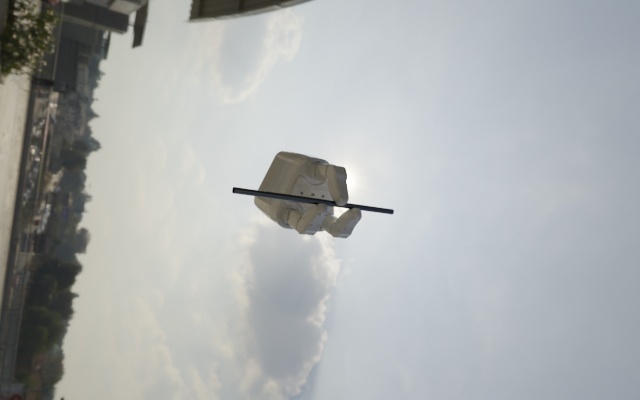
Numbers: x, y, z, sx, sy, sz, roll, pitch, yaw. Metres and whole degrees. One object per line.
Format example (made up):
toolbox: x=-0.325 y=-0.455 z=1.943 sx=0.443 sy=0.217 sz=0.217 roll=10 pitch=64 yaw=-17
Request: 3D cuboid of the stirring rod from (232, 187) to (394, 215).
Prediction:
stirring rod: x=0.000 y=0.002 z=0.623 sx=0.239 sy=0.011 sz=0.011 roll=8 pitch=-4 yaw=-30
